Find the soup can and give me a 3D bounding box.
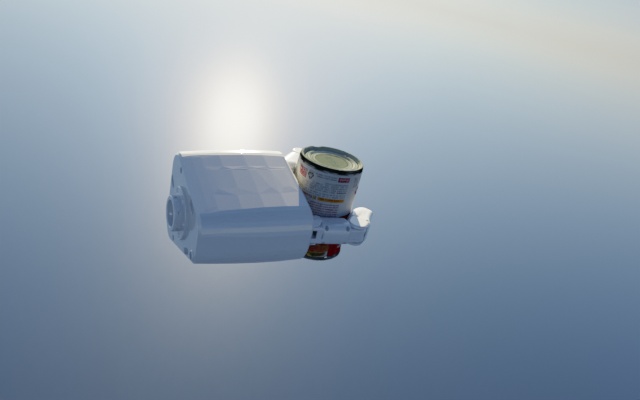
[{"bbox_3d":[0.001,0.001,0.499,0.068,0.102,0.068,12,24,-5],"label":"soup can"}]
